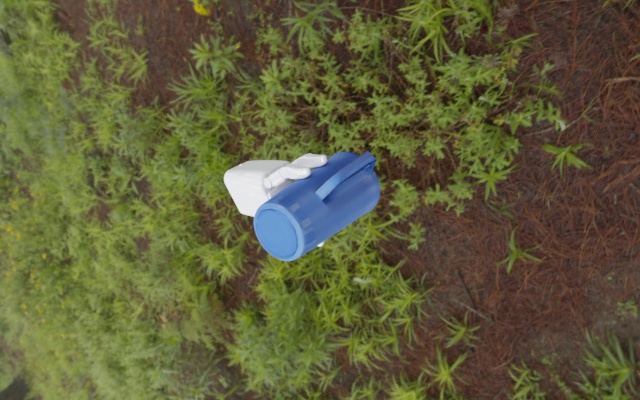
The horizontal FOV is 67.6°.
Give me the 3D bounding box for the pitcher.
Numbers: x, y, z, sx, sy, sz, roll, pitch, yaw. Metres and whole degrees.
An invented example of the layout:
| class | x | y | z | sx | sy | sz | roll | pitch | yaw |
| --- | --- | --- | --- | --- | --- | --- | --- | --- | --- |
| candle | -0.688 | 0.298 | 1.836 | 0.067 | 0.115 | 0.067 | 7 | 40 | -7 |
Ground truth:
| class | x | y | z | sx | sy | sz | roll | pitch | yaw |
| --- | --- | --- | --- | --- | --- | --- | --- | --- | --- |
| pitcher | 0.000 | 0.003 | 0.862 | 0.145 | 0.149 | 0.242 | 9 | 28 | 34 |
